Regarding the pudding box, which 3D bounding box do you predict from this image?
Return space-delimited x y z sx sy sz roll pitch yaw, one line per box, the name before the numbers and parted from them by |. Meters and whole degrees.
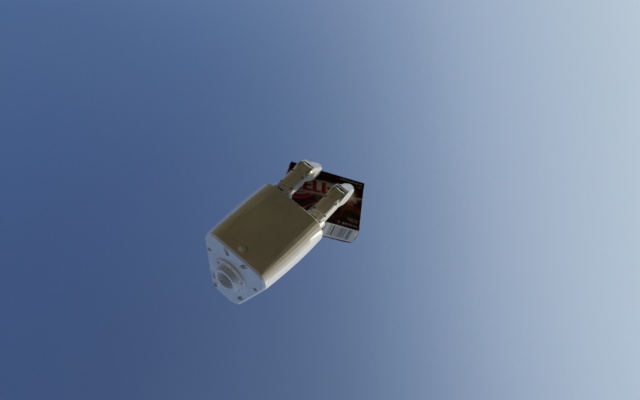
pudding box | 0.000 0.002 0.656 0.113 0.090 0.039 18 -41 -8
